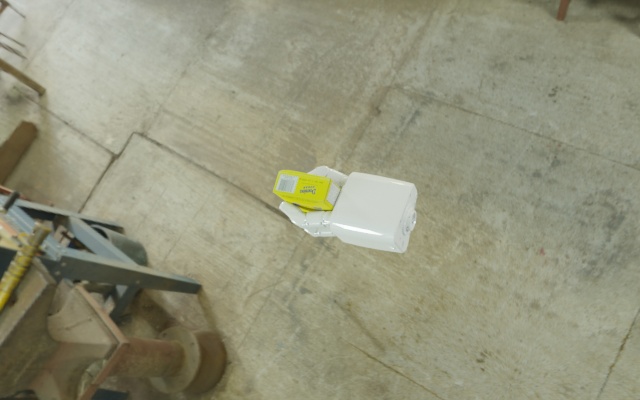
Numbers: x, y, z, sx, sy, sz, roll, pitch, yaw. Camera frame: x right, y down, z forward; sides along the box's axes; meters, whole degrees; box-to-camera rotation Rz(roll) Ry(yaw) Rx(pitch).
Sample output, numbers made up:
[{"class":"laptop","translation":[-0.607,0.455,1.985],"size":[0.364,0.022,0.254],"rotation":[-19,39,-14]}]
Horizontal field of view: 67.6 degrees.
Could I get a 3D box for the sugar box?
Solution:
[{"class":"sugar box","translation":[0.000,0.003,0.809],"size":[0.093,0.048,0.176],"rotation":[11,-15,25]}]
